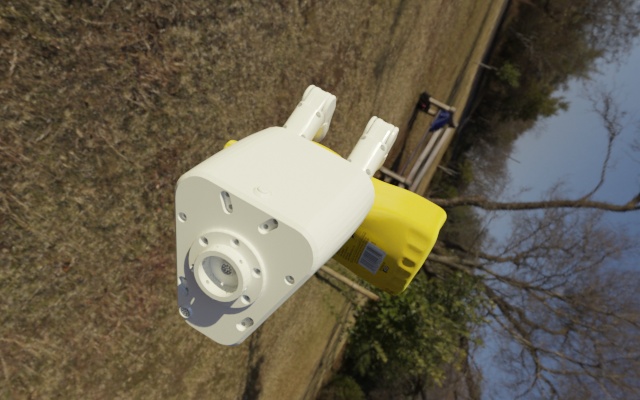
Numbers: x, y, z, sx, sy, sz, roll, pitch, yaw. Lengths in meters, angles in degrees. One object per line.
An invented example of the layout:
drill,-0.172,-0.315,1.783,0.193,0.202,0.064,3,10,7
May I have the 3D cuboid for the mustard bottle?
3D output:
mustard bottle,0.000,0.001,0.402,0.191,0.058,0.096,29,-38,9
